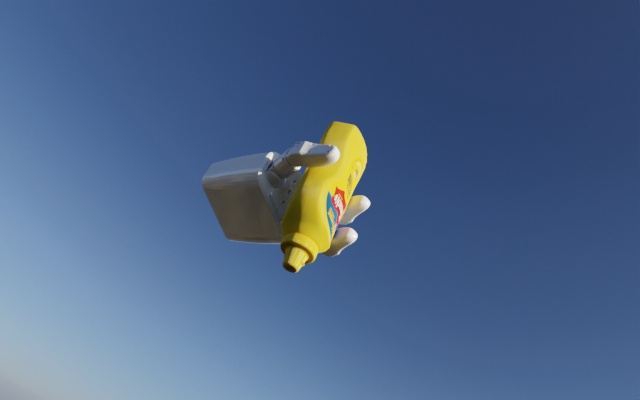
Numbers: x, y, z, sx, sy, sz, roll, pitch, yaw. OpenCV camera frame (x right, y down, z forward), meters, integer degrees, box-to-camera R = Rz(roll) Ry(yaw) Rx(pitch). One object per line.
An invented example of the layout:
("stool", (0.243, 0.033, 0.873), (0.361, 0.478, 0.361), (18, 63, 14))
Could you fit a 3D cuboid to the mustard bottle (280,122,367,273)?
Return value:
("mustard bottle", (0.000, 0.002, 0.560), (0.058, 0.191, 0.096), (14, -38, 16))
